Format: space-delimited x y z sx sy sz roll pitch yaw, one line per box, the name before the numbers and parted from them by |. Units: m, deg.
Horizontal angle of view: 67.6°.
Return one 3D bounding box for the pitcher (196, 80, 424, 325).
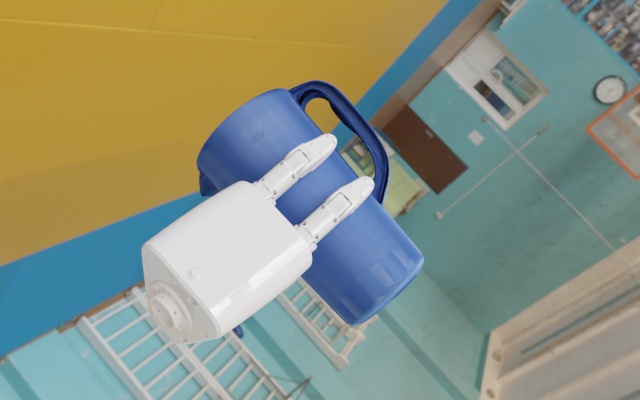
pitcher | 0.000 0.002 0.510 0.145 0.243 0.149 -36 -9 -40
